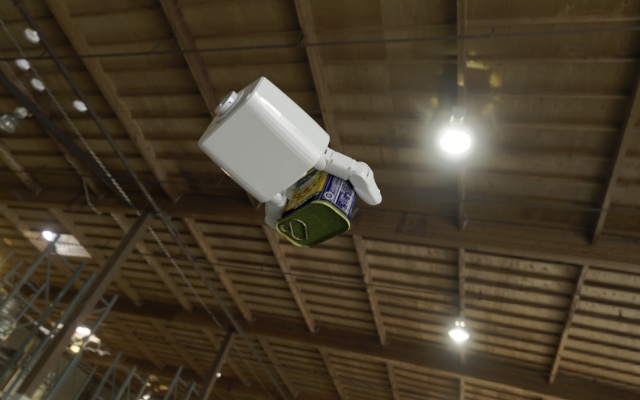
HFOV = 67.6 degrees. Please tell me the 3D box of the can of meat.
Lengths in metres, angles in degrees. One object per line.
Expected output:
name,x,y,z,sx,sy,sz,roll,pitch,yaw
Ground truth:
can of meat,0.000,0.002,0.599,0.057,0.084,0.102,39,-42,-21
